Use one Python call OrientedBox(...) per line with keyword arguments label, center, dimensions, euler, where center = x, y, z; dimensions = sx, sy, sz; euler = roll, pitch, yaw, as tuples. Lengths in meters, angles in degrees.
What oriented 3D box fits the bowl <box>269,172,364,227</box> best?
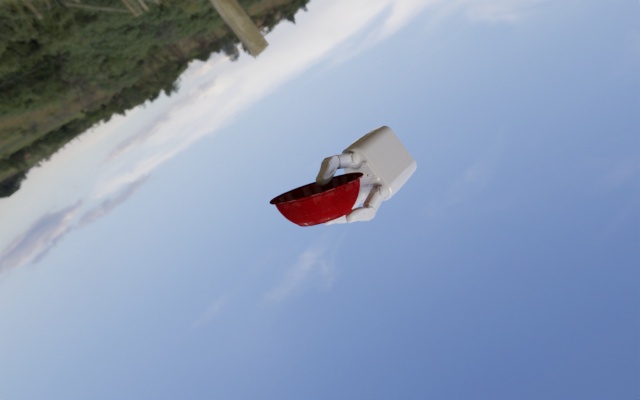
OrientedBox(label="bowl", center=(-0.001, 0.003, 0.789), dimensions=(0.162, 0.055, 0.162), euler=(-16, 8, 3))
